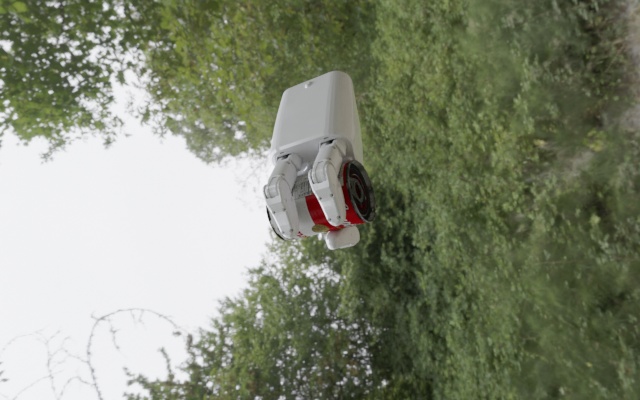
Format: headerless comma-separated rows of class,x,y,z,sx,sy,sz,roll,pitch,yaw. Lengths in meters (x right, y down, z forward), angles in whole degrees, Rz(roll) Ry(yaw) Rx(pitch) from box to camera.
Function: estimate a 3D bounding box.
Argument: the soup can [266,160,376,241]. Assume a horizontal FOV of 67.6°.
soup can,0.000,0.002,0.520,0.102,0.068,0.068,-15,-7,24
